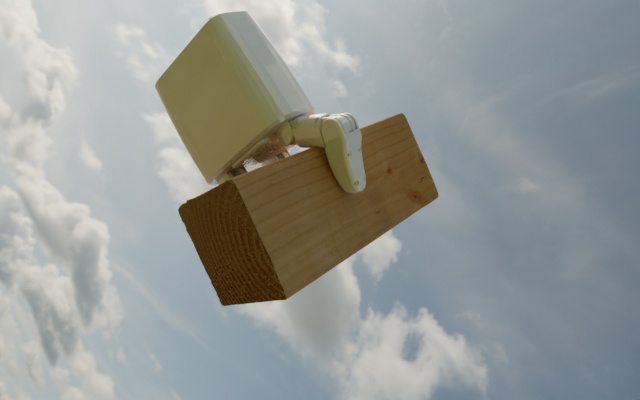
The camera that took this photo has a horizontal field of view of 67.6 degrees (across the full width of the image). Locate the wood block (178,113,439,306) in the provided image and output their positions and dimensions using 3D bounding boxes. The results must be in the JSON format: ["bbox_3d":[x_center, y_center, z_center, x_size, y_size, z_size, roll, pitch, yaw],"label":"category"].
[{"bbox_3d":[0.000,0.001,0.413,0.206,0.090,0.091,-27,5,-42],"label":"wood block"}]
